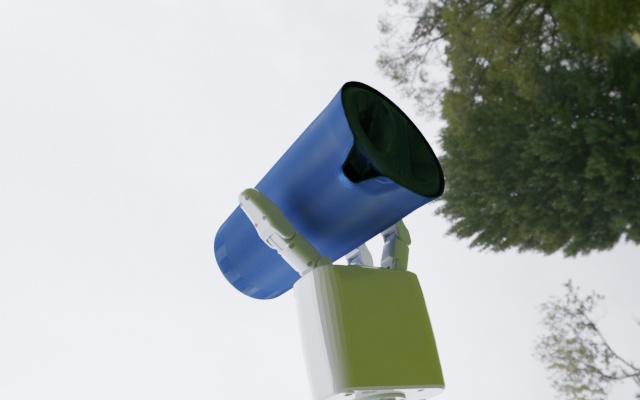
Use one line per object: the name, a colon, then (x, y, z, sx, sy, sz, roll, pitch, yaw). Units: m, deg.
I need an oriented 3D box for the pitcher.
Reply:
pitcher: (0.000, 0.002, 0.502, 0.149, 0.145, 0.243, 20, -47, -37)
